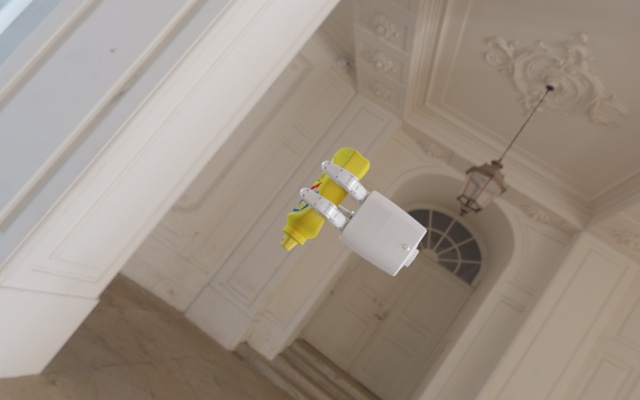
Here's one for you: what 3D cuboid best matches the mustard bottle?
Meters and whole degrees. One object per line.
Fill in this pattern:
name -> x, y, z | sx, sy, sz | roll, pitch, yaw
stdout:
mustard bottle -> 0.000, 0.002, 0.787 | 0.058, 0.191, 0.096 | 40, -9, -12
